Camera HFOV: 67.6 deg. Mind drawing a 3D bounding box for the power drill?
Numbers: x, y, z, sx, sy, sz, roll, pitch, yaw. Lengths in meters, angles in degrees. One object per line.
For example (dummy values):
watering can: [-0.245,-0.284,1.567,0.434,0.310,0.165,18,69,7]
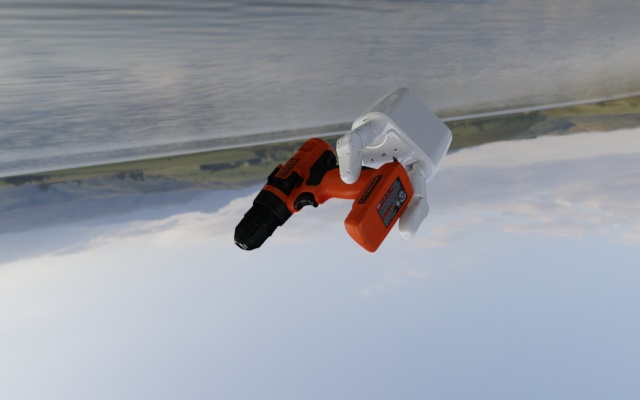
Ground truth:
power drill: [0.001,0.002,0.574,0.187,0.184,0.057,15,-31,42]
